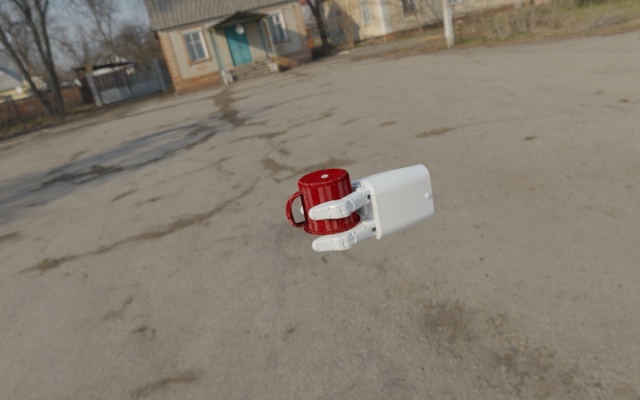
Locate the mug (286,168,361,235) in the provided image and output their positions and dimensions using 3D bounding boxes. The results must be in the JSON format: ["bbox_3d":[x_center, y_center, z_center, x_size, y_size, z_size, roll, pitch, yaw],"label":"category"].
[{"bbox_3d":[-0.001,0.003,0.744,0.117,0.081,0.093,-18,19,-19],"label":"mug"}]
